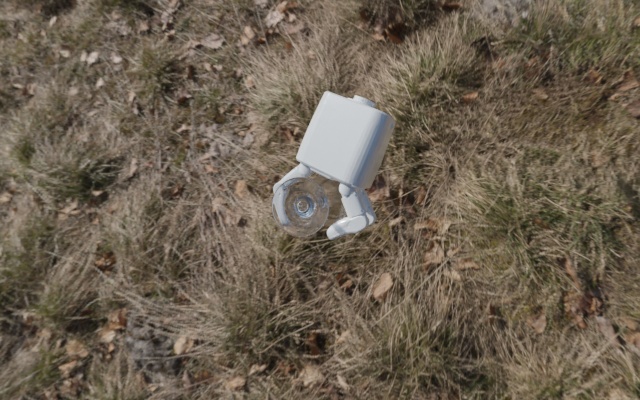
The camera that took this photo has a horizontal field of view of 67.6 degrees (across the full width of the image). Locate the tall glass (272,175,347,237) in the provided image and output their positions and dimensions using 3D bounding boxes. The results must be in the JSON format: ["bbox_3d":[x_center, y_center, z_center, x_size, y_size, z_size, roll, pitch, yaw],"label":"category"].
[{"bbox_3d":[0.000,0.002,0.685,0.079,0.079,0.201,0,3,15],"label":"tall glass"}]
